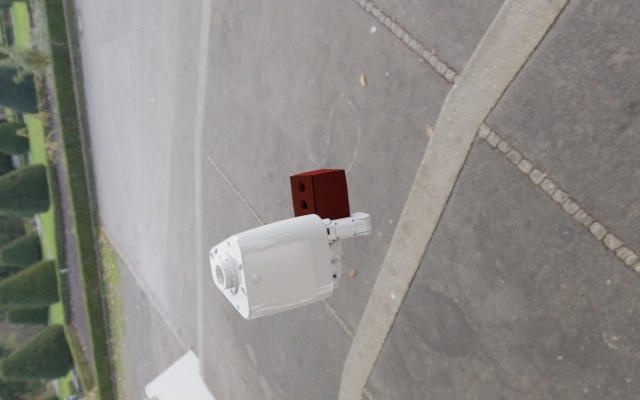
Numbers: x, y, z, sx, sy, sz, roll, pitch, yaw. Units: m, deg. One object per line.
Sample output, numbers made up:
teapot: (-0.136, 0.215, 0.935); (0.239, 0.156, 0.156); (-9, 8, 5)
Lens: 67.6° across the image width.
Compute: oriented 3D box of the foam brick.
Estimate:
foam brick: (0.000, 0.002, 0.593); (0.051, 0.078, 0.053); (-11, 8, -32)
